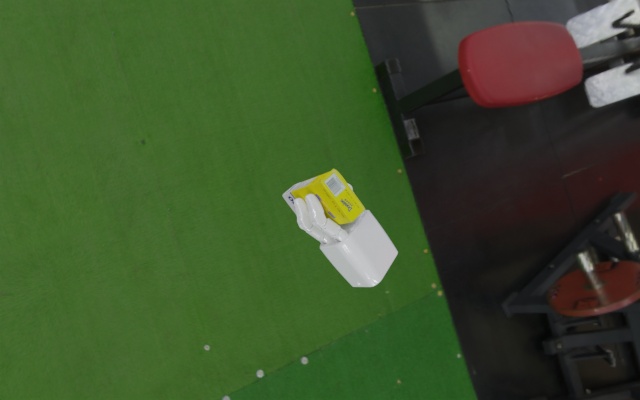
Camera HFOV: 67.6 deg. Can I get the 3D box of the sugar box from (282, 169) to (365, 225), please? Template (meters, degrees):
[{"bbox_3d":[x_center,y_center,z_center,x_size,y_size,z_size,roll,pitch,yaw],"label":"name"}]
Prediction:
[{"bbox_3d":[0.000,0.003,0.895,0.048,0.093,0.176,-42,11,-28],"label":"sugar box"}]
